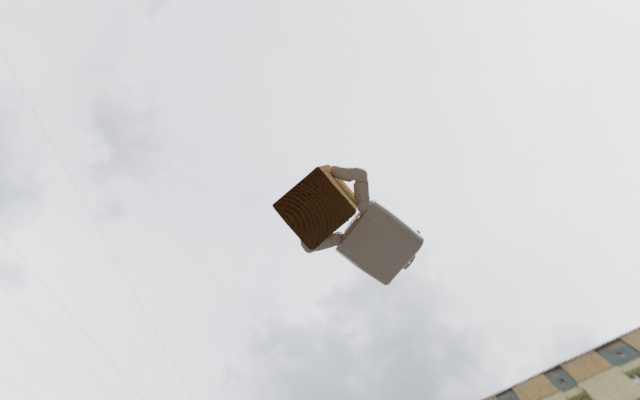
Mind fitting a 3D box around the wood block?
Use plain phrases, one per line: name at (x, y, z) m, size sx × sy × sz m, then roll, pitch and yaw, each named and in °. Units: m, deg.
wood block at (0.000, 0.003, 0.781) m, size 0.091 × 0.090 × 0.206 m, roll -41°, pitch 0°, yaw 7°
